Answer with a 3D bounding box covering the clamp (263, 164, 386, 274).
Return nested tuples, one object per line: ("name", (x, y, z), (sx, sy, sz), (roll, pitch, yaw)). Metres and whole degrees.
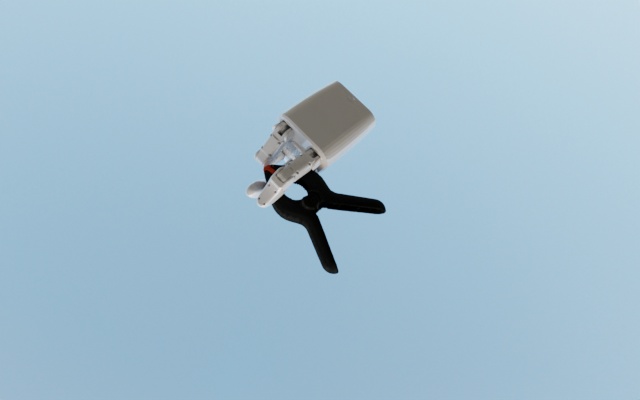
("clamp", (0.000, 0.002, 0.643), (0.120, 0.171, 0.039), (-39, -13, -23))
